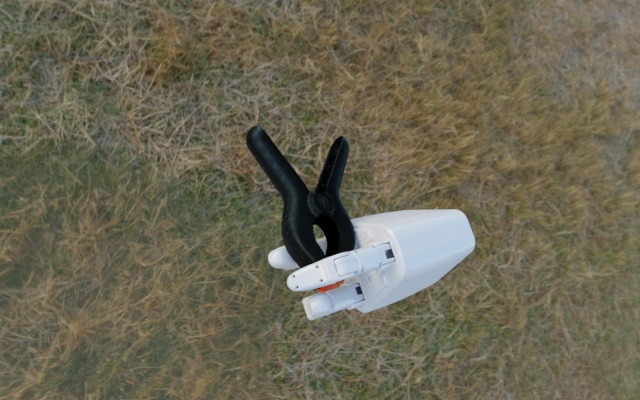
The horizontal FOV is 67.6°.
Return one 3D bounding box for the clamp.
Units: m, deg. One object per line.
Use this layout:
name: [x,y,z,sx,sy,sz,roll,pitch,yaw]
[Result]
clamp: [0.000,0.002,0.478,0.120,0.171,0.039,-11,-12,-33]
